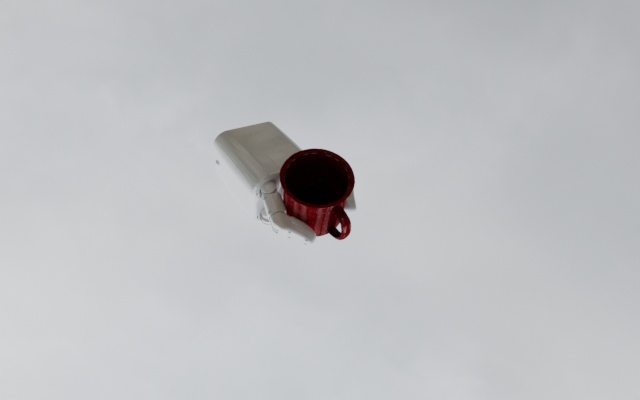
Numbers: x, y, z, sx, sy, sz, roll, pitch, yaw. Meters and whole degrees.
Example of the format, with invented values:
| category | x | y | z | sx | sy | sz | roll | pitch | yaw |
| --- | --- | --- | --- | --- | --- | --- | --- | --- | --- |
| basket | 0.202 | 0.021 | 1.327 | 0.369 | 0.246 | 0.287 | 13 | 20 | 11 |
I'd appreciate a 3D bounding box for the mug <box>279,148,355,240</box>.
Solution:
| category | x | y | z | sx | sy | sz | roll | pitch | yaw |
| --- | --- | --- | --- | --- | --- | --- | --- | --- | --- |
| mug | 0.001 | 0.003 | 0.612 | 0.093 | 0.117 | 0.082 | -30 | -27 | -24 |
